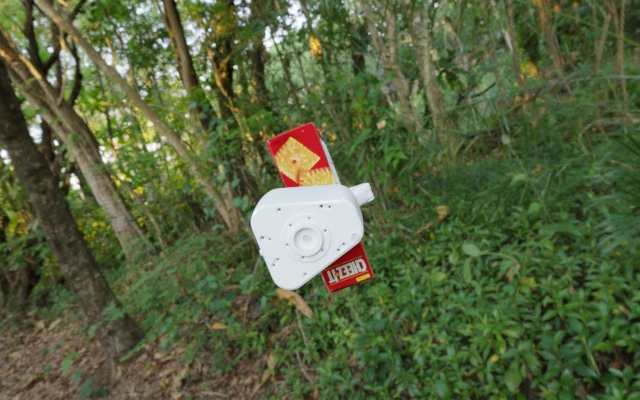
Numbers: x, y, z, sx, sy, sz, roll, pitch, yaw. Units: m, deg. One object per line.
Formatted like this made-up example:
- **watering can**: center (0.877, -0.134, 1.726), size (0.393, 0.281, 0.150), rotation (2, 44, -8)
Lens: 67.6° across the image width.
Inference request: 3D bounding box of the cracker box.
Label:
- **cracker box**: center (0.000, 0.002, 0.677), size (0.072, 0.214, 0.164), rotation (-21, 7, 3)
